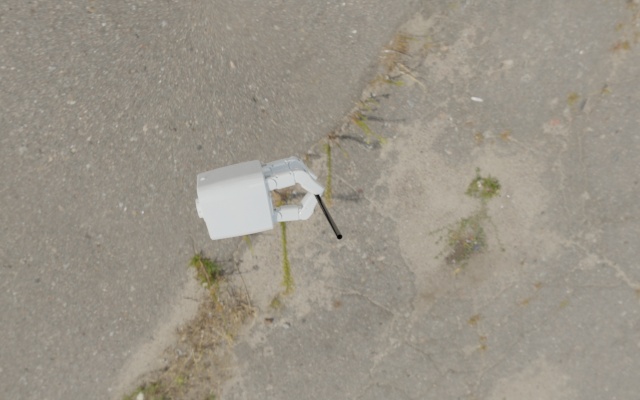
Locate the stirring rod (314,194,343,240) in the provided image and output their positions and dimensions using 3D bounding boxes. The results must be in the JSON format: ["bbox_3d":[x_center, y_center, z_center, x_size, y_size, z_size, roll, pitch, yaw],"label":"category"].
[{"bbox_3d":[0.000,0.002,0.753,0.011,0.011,0.239,0,23,-14],"label":"stirring rod"}]
